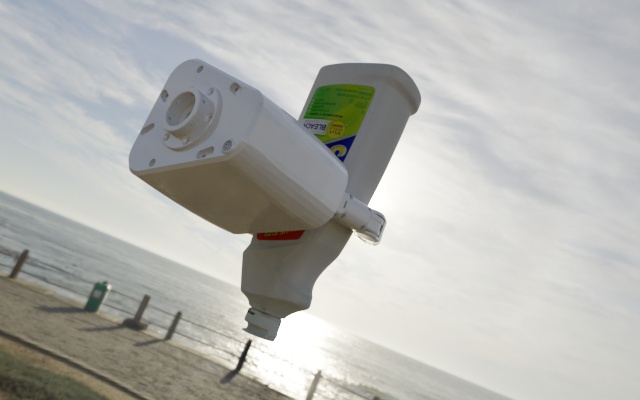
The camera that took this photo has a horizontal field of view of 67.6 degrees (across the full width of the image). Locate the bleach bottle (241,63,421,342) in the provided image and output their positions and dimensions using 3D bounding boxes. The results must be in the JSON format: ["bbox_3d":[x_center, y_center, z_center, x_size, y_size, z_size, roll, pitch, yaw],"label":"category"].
[{"bbox_3d":[0.000,0.001,0.422,0.102,0.250,0.068,13,-16,36],"label":"bleach bottle"}]
